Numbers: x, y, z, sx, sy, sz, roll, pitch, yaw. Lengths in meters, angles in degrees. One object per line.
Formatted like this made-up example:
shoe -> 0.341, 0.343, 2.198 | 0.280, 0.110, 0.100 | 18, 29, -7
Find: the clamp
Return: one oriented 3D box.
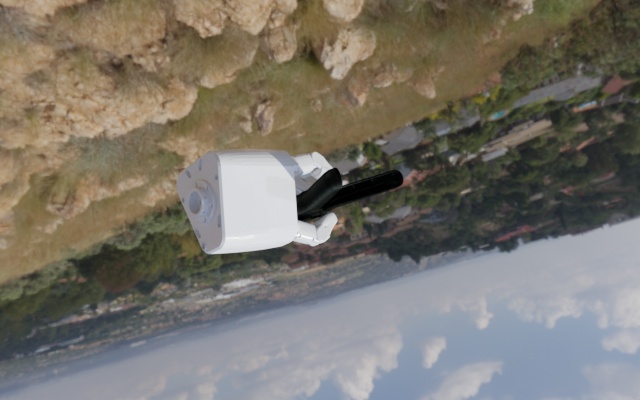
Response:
clamp -> 0.000, 0.003, 0.642 | 0.210, 0.036, 0.164 | -26, -14, 41
